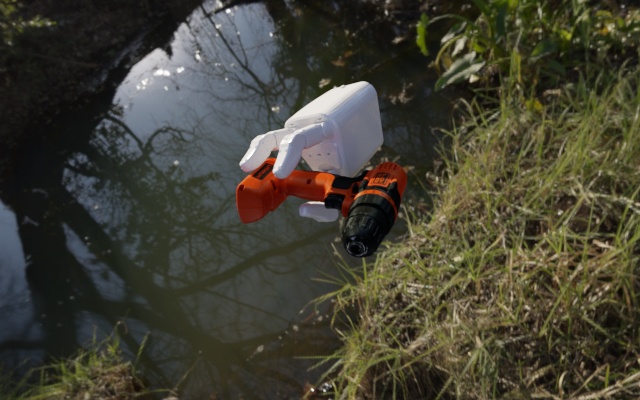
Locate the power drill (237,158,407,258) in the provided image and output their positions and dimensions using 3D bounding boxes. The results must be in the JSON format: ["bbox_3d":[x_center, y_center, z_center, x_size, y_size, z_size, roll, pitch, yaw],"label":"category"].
[{"bbox_3d":[0.000,0.002,0.567,0.187,0.057,0.184,7,27,18],"label":"power drill"}]
